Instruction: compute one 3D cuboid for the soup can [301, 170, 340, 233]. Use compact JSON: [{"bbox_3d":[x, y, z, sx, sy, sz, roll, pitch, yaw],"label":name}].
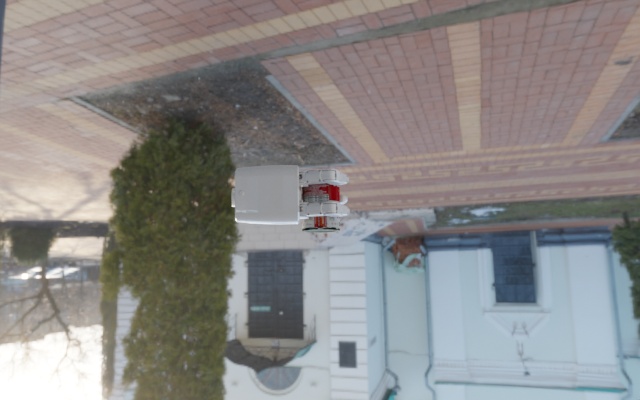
[{"bbox_3d":[0.001,0.003,0.832,0.068,0.102,0.068,-1,-8,0],"label":"soup can"}]
